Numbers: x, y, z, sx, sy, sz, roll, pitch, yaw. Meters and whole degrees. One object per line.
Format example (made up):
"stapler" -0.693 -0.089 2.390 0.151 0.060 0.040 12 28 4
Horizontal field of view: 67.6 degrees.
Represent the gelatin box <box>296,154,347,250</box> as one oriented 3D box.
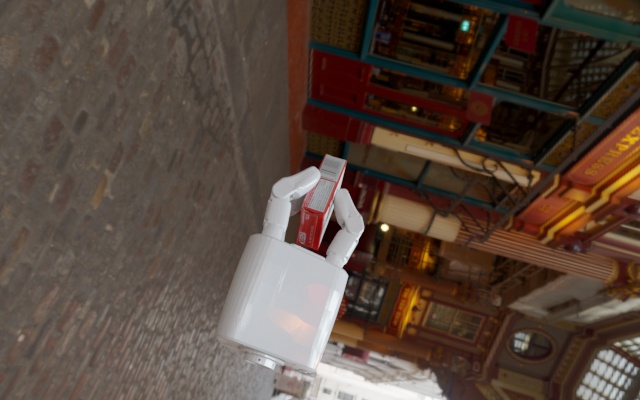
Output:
"gelatin box" 0.001 0.002 0.562 0.030 0.089 0.073 19 -37 6
